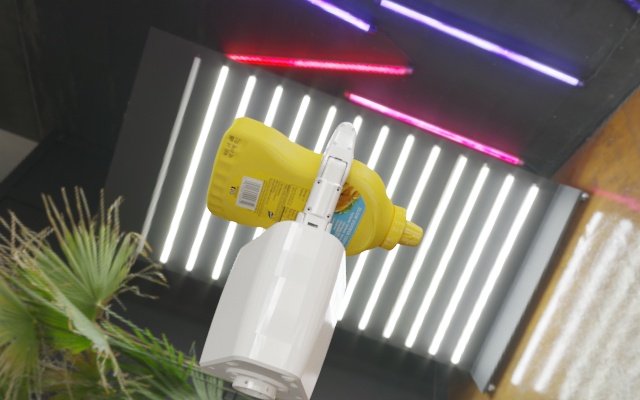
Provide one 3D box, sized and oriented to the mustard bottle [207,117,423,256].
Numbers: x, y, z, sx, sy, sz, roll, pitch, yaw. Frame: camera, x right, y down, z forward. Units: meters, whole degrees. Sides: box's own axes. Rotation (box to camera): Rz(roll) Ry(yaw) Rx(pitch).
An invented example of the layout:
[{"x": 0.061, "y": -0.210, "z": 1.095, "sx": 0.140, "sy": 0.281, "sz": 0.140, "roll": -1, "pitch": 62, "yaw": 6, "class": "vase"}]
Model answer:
[{"x": 0.000, "y": 0.001, "z": 0.427, "sx": 0.191, "sy": 0.096, "sz": 0.058, "roll": 20, "pitch": 35, "yaw": -3, "class": "mustard bottle"}]
